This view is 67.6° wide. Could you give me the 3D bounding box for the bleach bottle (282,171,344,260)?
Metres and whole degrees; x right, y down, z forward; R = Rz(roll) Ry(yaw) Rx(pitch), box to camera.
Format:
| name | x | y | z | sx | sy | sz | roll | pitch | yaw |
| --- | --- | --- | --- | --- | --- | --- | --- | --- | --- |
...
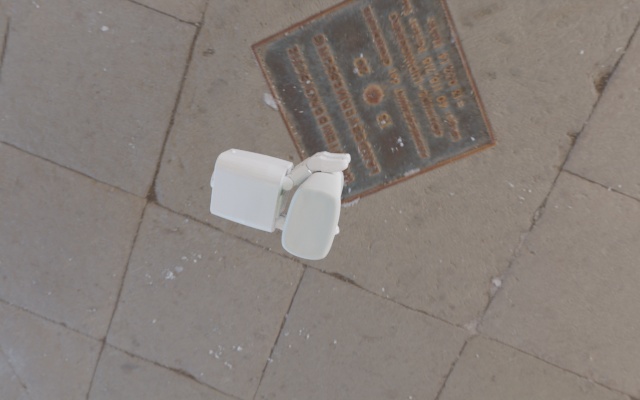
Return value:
| name | x | y | z | sx | sy | sz | roll | pitch | yaw |
| --- | --- | --- | --- | --- | --- | --- | --- | --- | --- |
| bleach bottle | 0.000 | 0.002 | 0.741 | 0.068 | 0.102 | 0.250 | 16 | 13 | 2 |
